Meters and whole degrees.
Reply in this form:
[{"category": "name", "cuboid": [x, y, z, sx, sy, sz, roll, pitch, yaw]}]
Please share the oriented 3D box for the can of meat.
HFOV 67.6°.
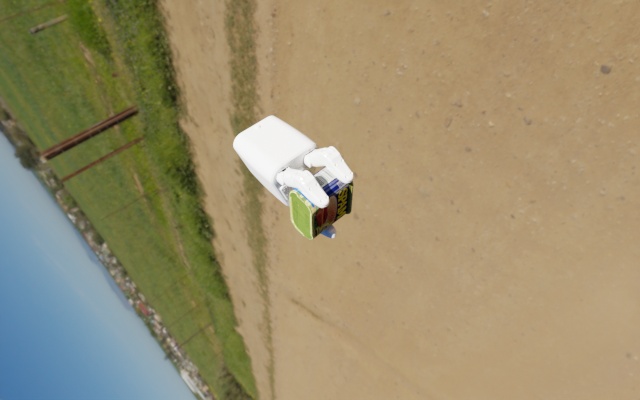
[{"category": "can of meat", "cuboid": [0.000, 0.003, 0.736, 0.084, 0.102, 0.057, -36, 61, -24]}]
